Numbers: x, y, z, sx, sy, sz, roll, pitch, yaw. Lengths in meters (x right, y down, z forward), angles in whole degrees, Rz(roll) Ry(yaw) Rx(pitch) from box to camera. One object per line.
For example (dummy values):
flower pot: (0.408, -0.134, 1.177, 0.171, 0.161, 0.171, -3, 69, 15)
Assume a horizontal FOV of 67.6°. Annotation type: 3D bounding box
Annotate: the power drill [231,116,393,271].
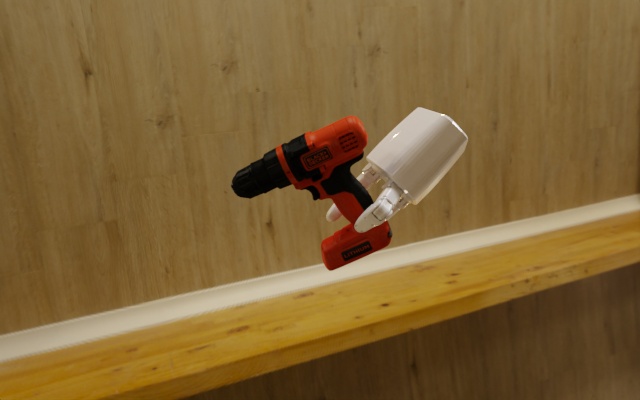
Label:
power drill: (0.001, 0.002, 0.631, 0.184, 0.188, 0.057, -24, 28, 9)
